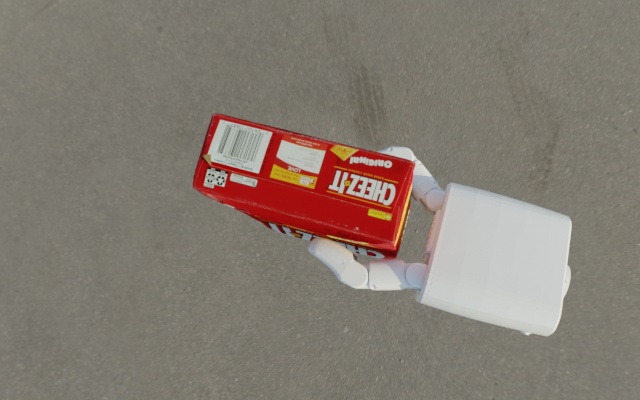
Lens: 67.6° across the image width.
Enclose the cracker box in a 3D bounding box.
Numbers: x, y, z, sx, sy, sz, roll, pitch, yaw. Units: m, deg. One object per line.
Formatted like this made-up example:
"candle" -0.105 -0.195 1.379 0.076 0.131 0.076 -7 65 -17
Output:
"cracker box" 0.000 0.001 0.453 0.164 0.072 0.214 15 -8 11
